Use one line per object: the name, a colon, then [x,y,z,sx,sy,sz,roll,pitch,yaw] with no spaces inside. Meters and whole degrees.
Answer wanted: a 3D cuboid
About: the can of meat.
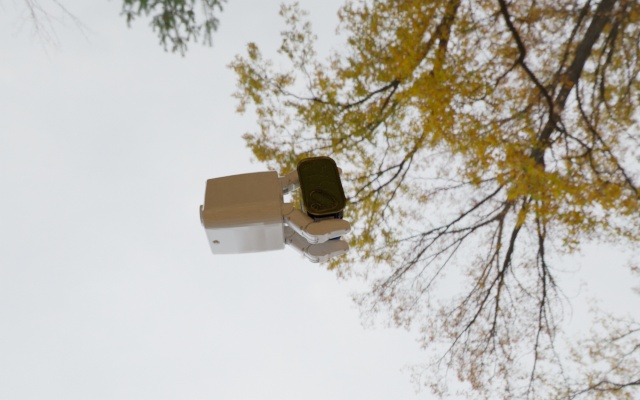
can of meat: [0.000,0.002,0.685,0.057,0.102,0.084,-8,-37,-7]
